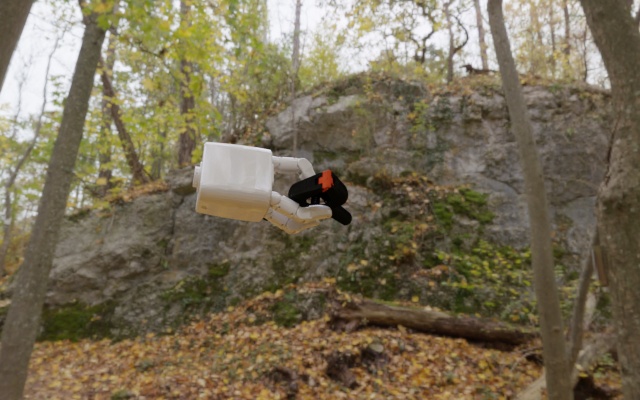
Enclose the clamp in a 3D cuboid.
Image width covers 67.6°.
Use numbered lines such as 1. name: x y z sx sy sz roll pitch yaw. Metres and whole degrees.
1. clamp: 0.000 0.002 0.787 0.164 0.036 0.210 5 -19 -16
